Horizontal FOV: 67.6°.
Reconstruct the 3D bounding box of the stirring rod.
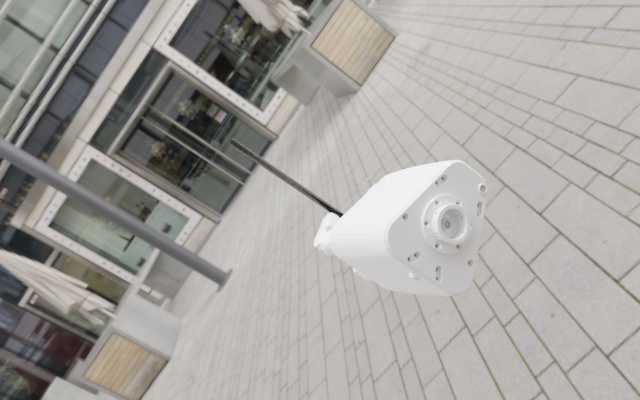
[{"bbox_3d":[0.000,0.002,0.542,0.239,0.011,0.011,34,-10,-15],"label":"stirring rod"}]
